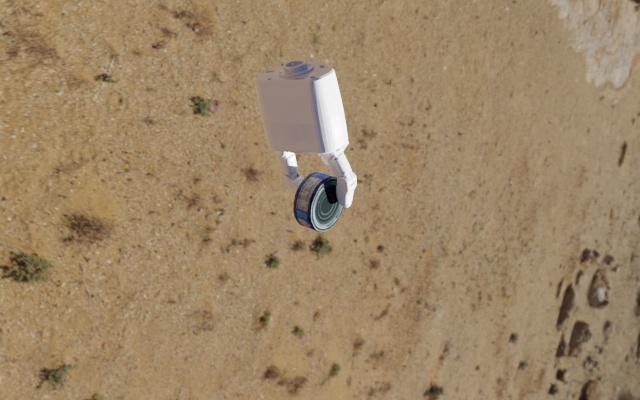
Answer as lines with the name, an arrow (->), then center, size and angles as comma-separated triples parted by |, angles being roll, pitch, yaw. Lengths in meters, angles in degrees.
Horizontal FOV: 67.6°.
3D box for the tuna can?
tuna can -> 0.001, 0.003, 0.711 | 0.033, 0.086, 0.086 | 19, 11, 35
